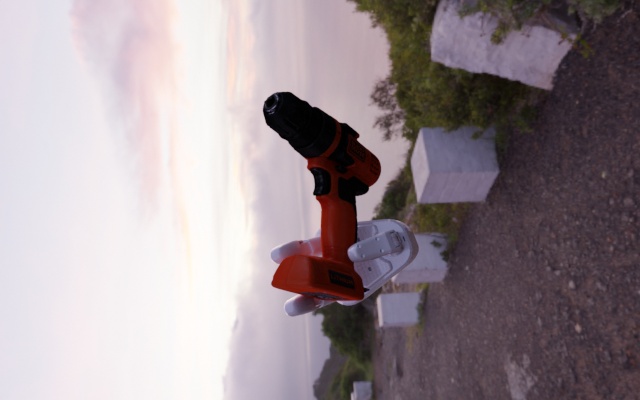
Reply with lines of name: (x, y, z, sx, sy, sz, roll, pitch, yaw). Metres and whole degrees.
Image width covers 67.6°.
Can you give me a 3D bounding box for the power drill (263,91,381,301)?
power drill: (0.000, 0.002, 0.490, 0.057, 0.187, 0.184, -7, -23, 37)
